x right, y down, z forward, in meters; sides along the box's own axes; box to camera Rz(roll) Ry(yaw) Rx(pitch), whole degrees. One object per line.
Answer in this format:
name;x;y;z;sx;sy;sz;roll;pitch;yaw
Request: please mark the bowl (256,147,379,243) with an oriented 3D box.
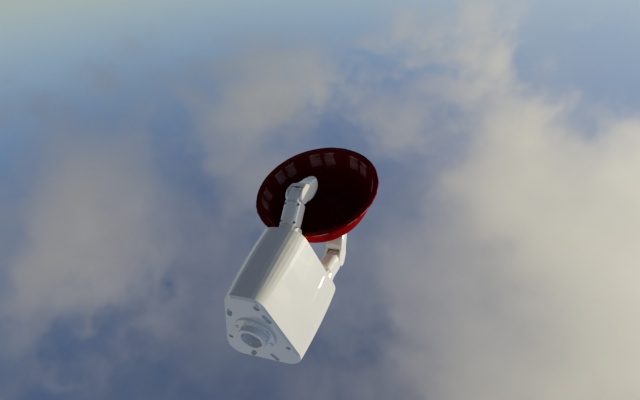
bowl;0.001;0.001;0.631;0.162;0.162;0.055;0;-43;19
